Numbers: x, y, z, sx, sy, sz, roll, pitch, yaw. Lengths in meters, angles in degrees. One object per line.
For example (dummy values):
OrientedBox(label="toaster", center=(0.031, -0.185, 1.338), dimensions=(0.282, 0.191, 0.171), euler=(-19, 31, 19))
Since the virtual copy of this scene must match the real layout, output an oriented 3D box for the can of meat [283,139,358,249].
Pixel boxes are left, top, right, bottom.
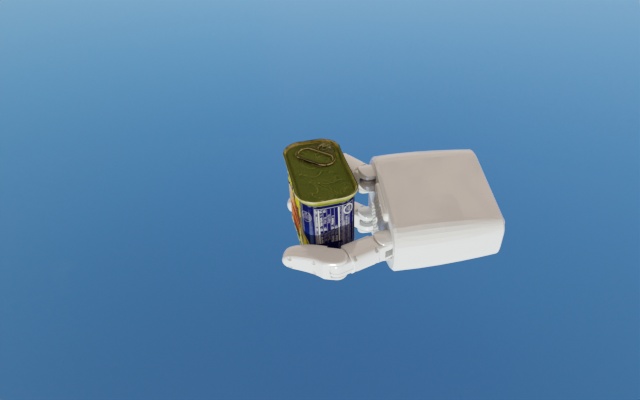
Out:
OrientedBox(label="can of meat", center=(0.000, 0.002, 0.470), dimensions=(0.057, 0.084, 0.102), euler=(-10, 39, -8))
